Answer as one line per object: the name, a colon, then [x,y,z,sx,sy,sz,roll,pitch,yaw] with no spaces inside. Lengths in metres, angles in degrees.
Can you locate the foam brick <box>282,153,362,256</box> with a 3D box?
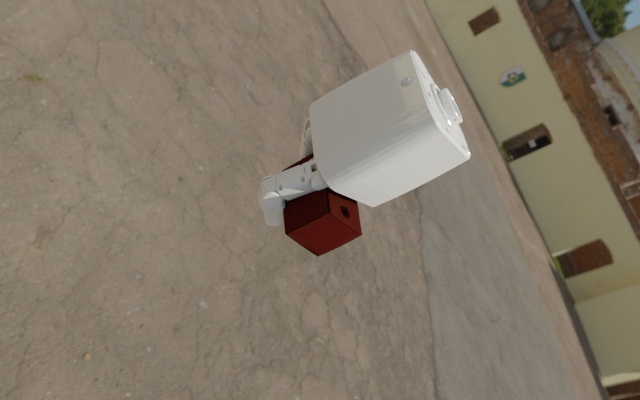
foam brick: [0.000,0.002,0.449,0.051,0.078,0.053,-26,-40,25]
